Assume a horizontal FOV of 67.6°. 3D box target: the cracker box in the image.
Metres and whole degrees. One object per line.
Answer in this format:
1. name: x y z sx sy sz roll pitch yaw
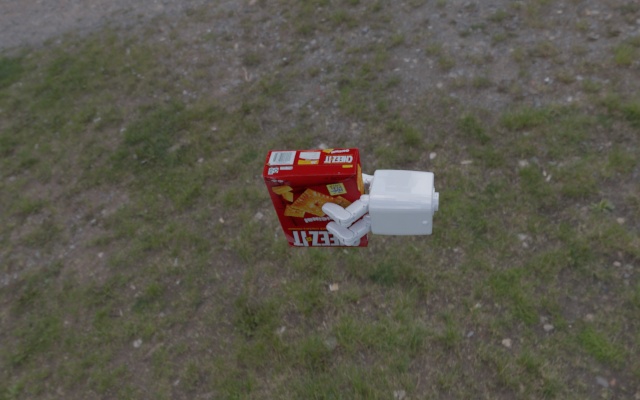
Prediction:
1. cracker box: 0.000 0.003 0.884 0.164 0.072 0.214 0 -41 12
